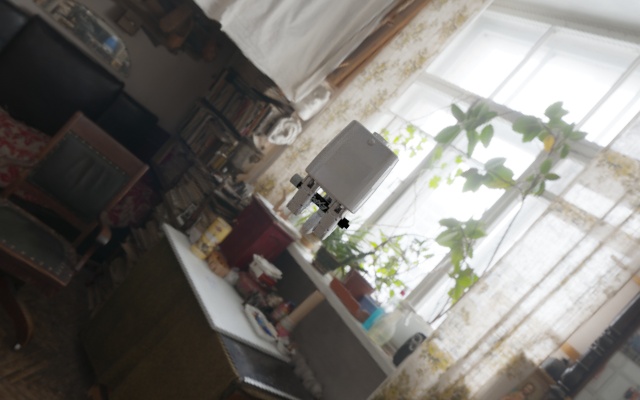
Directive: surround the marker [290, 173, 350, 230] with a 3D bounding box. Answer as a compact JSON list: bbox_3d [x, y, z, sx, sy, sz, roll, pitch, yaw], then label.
[{"bbox_3d":[0.000,0.003,0.760,0.121,0.020,0.020,42,8,9],"label":"marker"}]
